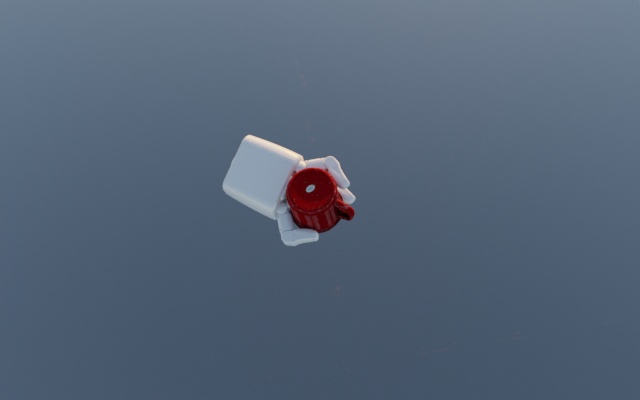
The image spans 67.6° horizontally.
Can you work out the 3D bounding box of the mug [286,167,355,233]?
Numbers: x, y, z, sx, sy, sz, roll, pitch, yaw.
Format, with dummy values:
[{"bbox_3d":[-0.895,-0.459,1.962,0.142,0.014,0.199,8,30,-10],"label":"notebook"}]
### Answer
[{"bbox_3d":[0.001,0.003,0.773,0.117,0.093,0.081,24,-16,15],"label":"mug"}]
